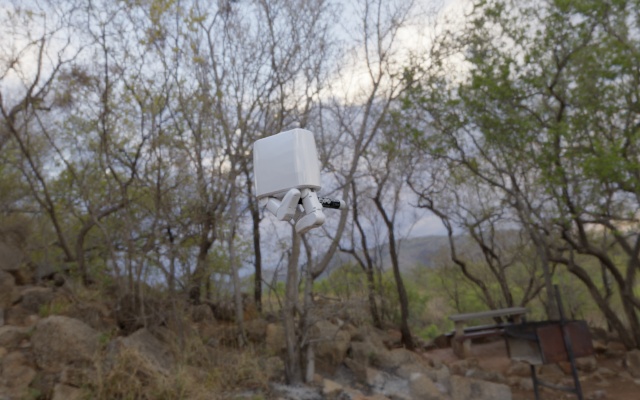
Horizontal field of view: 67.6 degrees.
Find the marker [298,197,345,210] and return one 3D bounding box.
[{"bbox_3d":[0.000,0.003,0.860,0.020,0.020,0.121,0,-6,42],"label":"marker"}]
